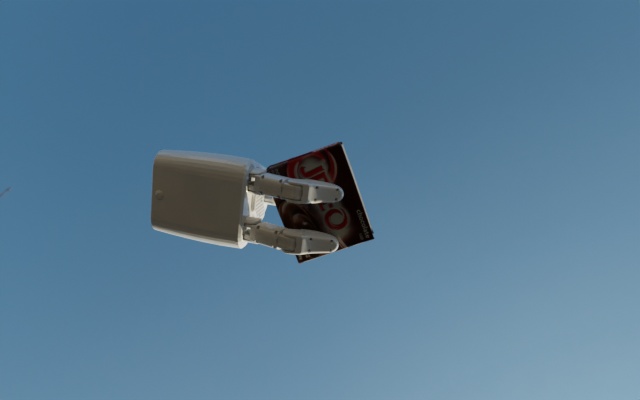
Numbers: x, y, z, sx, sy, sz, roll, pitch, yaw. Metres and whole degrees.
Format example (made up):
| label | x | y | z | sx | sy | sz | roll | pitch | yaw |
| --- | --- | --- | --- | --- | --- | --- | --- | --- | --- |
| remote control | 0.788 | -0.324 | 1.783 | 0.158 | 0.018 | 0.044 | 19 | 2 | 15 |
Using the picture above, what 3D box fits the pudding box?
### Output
| label | x | y | z | sx | sy | sz | roll | pitch | yaw |
| --- | --- | --- | --- | --- | --- | --- | --- | --- | --- |
| pudding box | 0.000 | 0.002 | 0.528 | 0.090 | 0.113 | 0.039 | -19 | 10 | 10 |
